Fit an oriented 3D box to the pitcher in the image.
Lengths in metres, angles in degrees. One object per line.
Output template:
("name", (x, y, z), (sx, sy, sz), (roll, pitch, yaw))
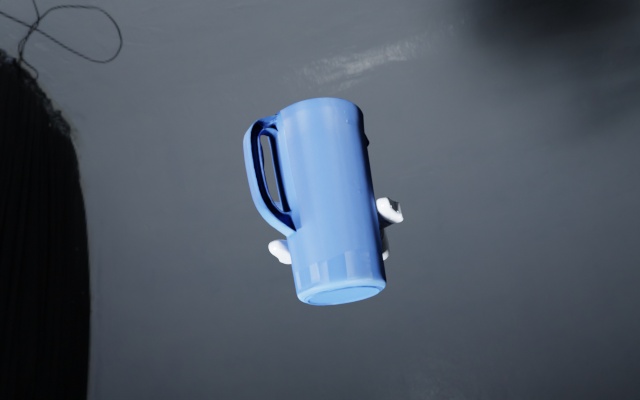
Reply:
("pitcher", (0.000, 0.002, 0.604), (0.149, 0.242, 0.145), (-12, -22, 9))
